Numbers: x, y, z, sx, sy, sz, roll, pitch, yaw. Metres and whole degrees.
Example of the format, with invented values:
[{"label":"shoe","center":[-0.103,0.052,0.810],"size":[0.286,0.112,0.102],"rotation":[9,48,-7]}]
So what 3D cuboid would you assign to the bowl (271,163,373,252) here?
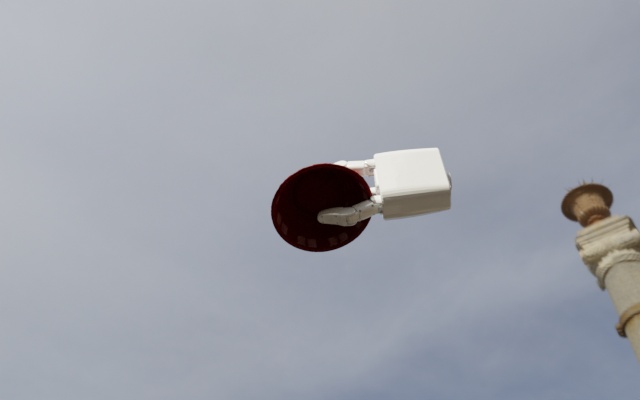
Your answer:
[{"label":"bowl","center":[-0.001,0.002,0.762],"size":[0.162,0.162,0.055],"rotation":[0,31,-10]}]
